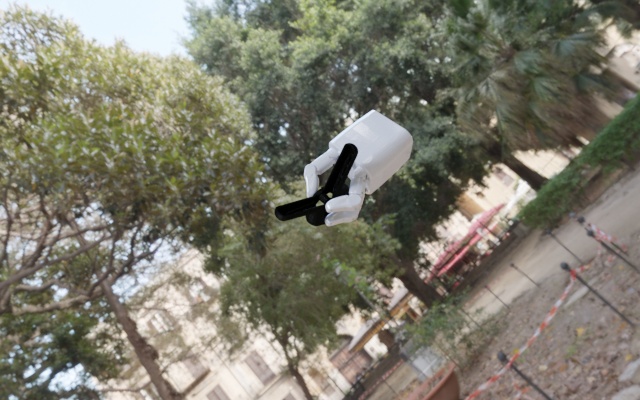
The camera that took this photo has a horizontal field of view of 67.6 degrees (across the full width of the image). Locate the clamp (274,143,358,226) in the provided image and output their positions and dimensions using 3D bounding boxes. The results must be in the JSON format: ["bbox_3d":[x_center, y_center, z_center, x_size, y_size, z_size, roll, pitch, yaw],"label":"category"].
[{"bbox_3d":[0.000,0.002,0.812,0.164,0.036,0.210,-39,-20,-11],"label":"clamp"}]
